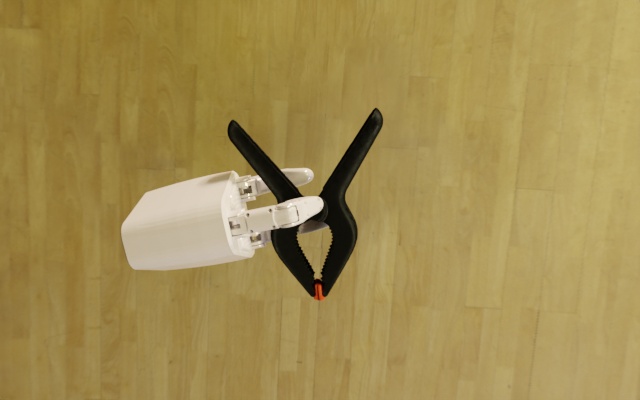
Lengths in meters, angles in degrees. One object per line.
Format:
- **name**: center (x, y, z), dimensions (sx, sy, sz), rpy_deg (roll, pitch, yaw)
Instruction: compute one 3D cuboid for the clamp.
- **clamp**: center (0.000, 0.002, 0.516), dimensions (0.164, 0.210, 0.036), rpy_deg (-11, 7, 3)
